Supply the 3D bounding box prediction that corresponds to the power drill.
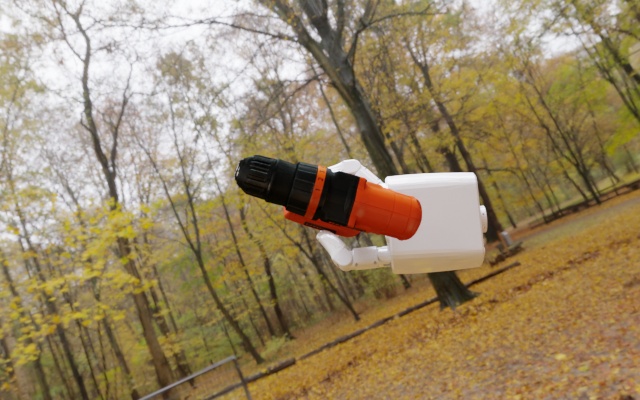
[{"bbox_3d":[0.000,0.002,0.527,0.184,0.057,0.187,18,-4,-5],"label":"power drill"}]
